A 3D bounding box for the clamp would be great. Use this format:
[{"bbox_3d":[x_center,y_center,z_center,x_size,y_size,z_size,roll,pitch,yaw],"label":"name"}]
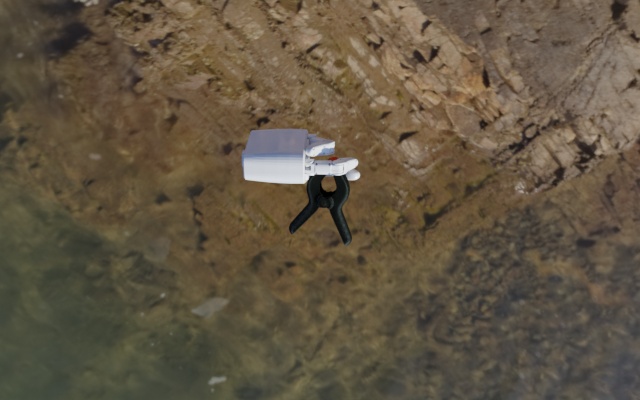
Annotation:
[{"bbox_3d":[0.000,0.003,0.879,0.120,0.171,0.039,1,21,2],"label":"clamp"}]
